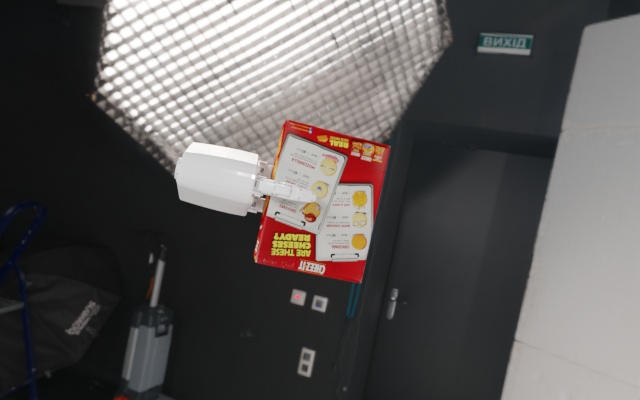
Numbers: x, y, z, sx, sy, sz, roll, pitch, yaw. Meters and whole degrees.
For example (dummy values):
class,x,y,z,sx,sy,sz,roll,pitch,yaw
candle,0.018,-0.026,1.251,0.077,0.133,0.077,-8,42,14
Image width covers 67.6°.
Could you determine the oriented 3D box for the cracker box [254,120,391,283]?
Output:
class,x,y,z,sx,sy,sz,roll,pitch,yaw
cracker box,0.000,0.002,0.730,0.164,0.213,0.072,13,-2,-10
